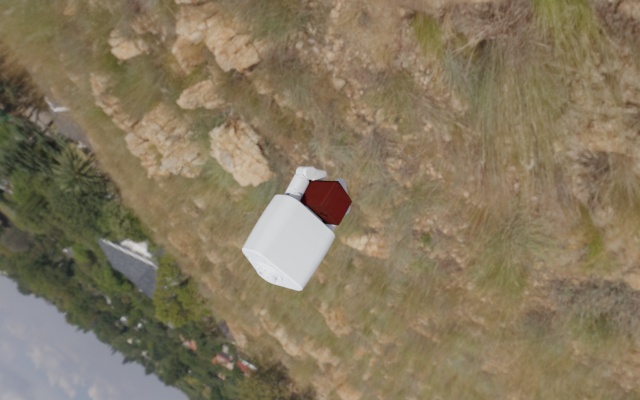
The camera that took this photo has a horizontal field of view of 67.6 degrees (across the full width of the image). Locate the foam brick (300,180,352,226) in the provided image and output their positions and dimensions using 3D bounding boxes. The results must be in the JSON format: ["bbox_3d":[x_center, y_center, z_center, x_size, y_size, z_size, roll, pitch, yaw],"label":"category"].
[{"bbox_3d":[0.000,0.002,0.764,0.078,0.051,0.053,5,-36,43],"label":"foam brick"}]
